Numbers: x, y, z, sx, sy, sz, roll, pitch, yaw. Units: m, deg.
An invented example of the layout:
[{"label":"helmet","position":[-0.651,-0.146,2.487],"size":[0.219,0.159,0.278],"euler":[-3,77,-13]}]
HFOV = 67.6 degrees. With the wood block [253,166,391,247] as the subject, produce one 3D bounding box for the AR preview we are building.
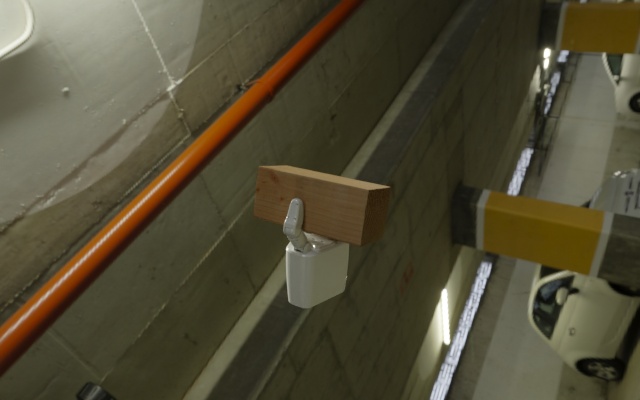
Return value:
[{"label":"wood block","position":[0.000,0.003,0.793],"size":[0.206,0.090,0.091],"euler":[13,12,28]}]
